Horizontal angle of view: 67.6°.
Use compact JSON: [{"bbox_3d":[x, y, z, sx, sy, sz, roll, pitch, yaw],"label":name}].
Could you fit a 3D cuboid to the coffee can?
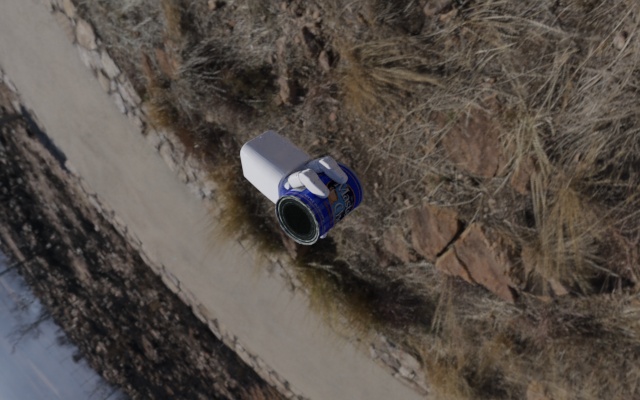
[{"bbox_3d":[0.000,0.003,0.890,0.103,0.103,0.140,0,28,44],"label":"coffee can"}]
